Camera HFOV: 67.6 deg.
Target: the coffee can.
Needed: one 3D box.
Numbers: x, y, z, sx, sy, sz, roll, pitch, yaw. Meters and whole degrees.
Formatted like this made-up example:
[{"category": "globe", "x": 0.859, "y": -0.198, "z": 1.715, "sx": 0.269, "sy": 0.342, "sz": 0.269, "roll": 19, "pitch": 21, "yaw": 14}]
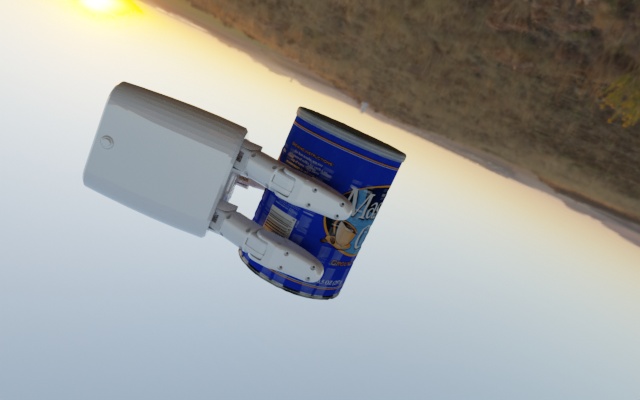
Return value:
[{"category": "coffee can", "x": 0.000, "y": 0.001, "z": 0.427, "sx": 0.103, "sy": 0.140, "sz": 0.102, "roll": 23, "pitch": 12, "yaw": -5}]
